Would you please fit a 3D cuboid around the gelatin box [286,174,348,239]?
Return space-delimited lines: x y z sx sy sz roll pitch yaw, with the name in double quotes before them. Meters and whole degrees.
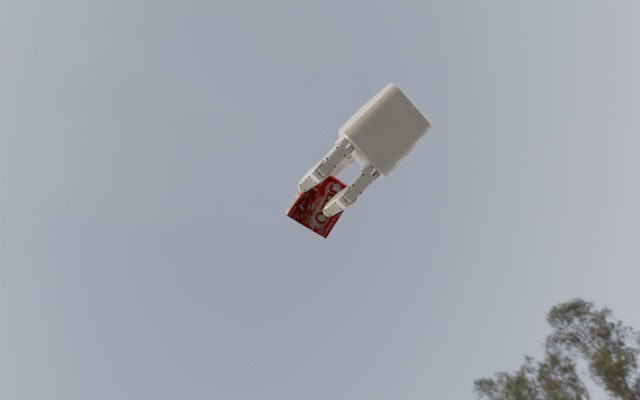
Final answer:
"gelatin box" 0.000 0.003 0.735 0.073 0.089 0.030 31 7 -14
